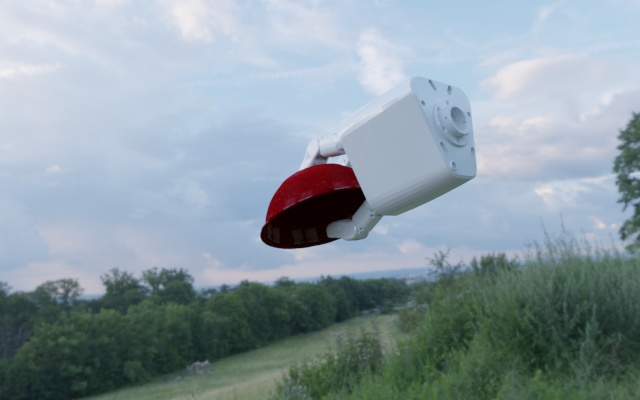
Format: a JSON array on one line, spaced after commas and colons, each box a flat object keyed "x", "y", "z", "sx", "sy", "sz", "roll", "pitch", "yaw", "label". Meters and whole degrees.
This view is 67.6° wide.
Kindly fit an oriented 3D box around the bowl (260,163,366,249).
[{"x": -0.001, "y": 0.002, "z": 0.580, "sx": 0.162, "sy": 0.055, "sz": 0.162, "roll": -15, "pitch": -24, "yaw": -7, "label": "bowl"}]
